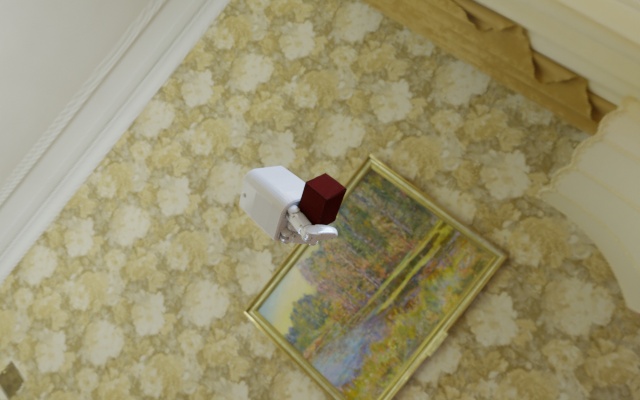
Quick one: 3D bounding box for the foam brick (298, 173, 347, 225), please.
[{"bbox_3d":[0.000,0.002,0.807,0.051,0.078,0.053,41,45,24],"label":"foam brick"}]
